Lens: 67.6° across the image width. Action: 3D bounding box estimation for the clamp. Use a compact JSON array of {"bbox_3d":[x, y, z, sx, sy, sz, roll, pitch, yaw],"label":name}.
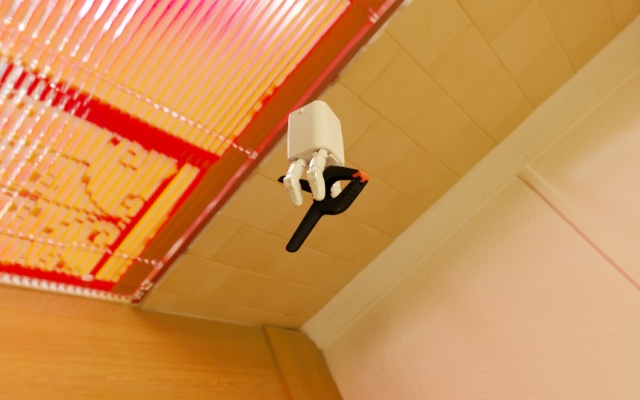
[{"bbox_3d":[0.001,0.003,0.899,0.210,0.164,0.036,-19,-24,35],"label":"clamp"}]
